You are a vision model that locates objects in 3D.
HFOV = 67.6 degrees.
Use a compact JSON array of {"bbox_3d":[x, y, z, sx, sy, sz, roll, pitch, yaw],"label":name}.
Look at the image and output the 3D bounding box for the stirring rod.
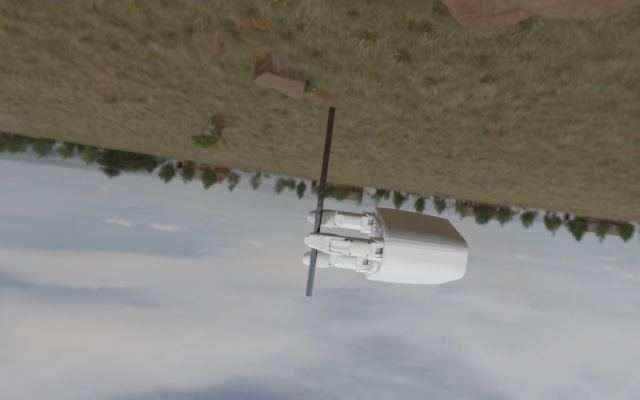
[{"bbox_3d":[0.000,0.002,0.605,0.011,0.239,0.011,7,1,0],"label":"stirring rod"}]
